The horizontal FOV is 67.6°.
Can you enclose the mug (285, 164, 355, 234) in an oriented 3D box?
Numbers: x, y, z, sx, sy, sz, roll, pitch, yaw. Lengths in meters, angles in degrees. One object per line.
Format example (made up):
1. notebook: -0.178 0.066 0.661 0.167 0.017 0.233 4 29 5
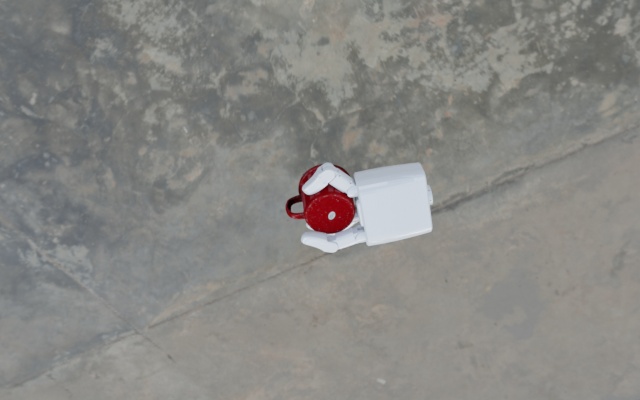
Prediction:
1. mug: -0.001 0.003 0.776 0.117 0.093 0.081 -11 35 2
